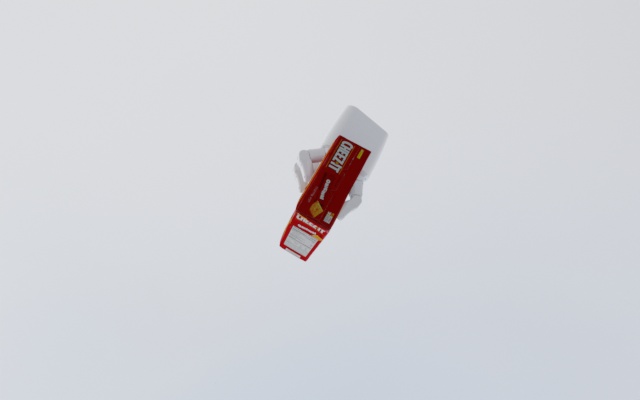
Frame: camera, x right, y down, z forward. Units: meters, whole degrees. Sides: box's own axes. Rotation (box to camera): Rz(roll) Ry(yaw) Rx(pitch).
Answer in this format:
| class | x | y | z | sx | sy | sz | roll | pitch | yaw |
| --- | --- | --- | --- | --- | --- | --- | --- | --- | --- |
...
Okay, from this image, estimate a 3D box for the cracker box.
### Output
| class | x | y | z | sx | sy | sz | roll | pitch | yaw |
| --- | --- | --- | --- | --- | --- | --- | --- | --- | --- |
| cracker box | 0.000 | 0.003 | 0.862 | 0.072 | 0.164 | 0.214 | 29 | -24 | 0 |
